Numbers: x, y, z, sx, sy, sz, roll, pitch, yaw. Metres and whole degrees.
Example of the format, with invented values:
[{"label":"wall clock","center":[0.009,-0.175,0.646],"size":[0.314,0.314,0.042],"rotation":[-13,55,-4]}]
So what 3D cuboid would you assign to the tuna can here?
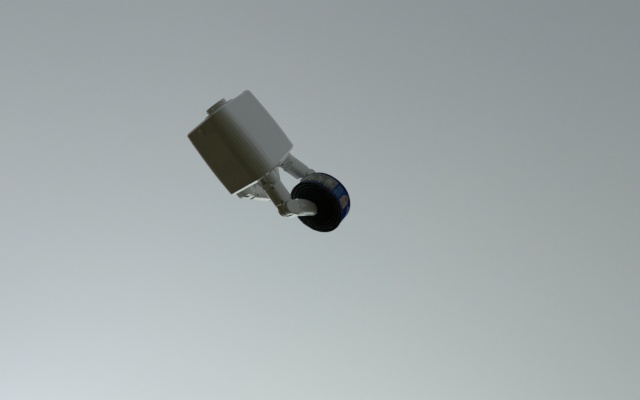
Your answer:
[{"label":"tuna can","center":[0.000,0.002,0.700],"size":[0.086,0.086,0.033],"rotation":[0,31,34]}]
